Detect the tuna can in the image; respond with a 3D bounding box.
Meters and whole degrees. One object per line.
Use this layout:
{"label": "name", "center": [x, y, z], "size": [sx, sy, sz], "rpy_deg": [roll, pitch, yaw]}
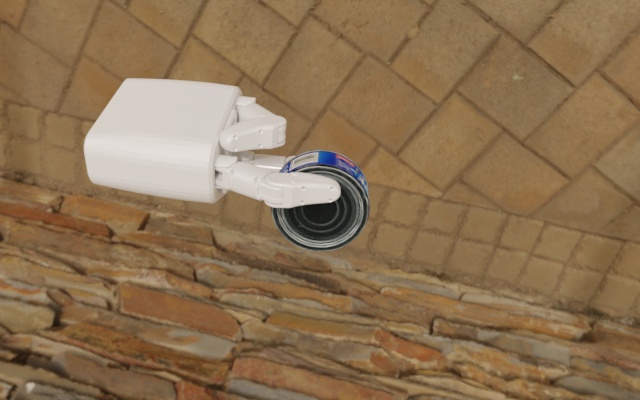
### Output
{"label": "tuna can", "center": [0.000, 0.002, 0.416], "size": [0.086, 0.086, 0.033], "rpy_deg": [0, 27, 2]}
